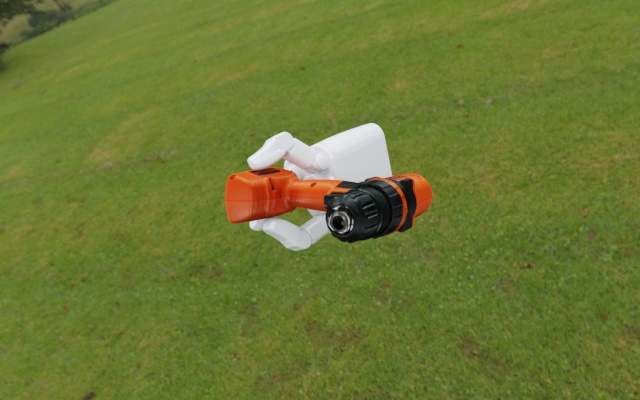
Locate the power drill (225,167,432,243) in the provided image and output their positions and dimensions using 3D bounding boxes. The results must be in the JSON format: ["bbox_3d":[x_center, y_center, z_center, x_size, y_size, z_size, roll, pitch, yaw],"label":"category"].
[{"bbox_3d":[0.000,0.001,0.474,0.187,0.057,0.184,6,8,29],"label":"power drill"}]
